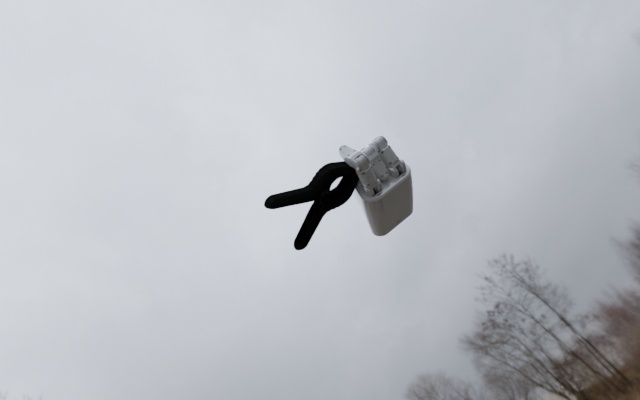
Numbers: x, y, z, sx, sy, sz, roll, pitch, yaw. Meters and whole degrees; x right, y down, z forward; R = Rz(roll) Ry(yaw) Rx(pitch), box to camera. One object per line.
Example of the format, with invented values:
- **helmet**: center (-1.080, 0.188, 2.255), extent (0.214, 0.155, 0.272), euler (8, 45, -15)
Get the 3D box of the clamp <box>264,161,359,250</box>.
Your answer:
- **clamp**: center (0.000, 0.002, 0.766), extent (0.171, 0.120, 0.039), euler (-31, 45, -14)
